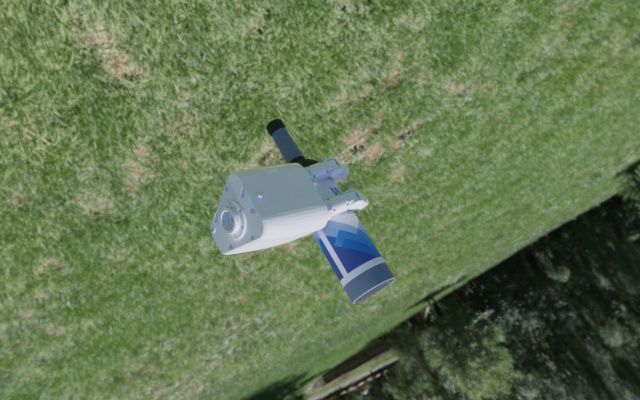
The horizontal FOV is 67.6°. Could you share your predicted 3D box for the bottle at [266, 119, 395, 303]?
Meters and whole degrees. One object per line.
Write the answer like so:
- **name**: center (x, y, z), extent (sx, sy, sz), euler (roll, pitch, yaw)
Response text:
- **bottle**: center (0.000, 0.002, 0.688), extent (0.069, 0.295, 0.069), euler (-28, -19, -10)
